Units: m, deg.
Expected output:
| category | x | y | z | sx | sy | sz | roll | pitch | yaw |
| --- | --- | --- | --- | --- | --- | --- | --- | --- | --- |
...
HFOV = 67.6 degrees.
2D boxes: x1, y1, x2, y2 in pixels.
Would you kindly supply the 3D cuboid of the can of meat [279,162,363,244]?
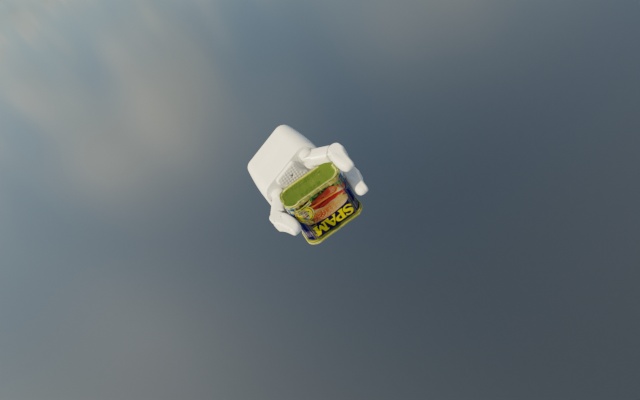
| category | x | y | z | sx | sy | sz | roll | pitch | yaw |
| --- | --- | --- | --- | --- | --- | --- | --- | --- | --- |
| can of meat | 0.000 | 0.002 | 0.718 | 0.102 | 0.084 | 0.057 | -35 | 37 | -2 |
